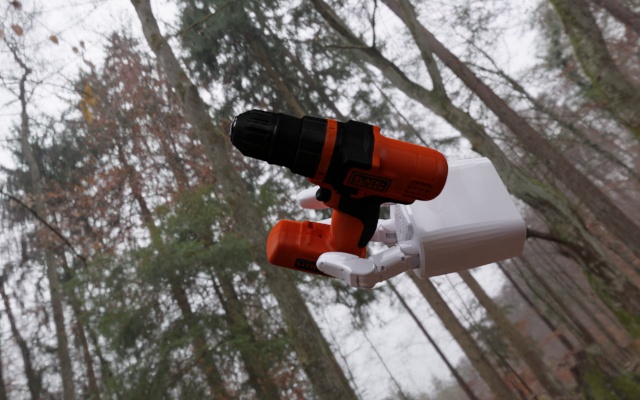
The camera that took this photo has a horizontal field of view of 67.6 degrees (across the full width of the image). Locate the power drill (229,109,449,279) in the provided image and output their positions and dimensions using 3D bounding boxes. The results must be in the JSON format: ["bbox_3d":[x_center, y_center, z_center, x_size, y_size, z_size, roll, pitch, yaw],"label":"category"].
[{"bbox_3d":[0.000,0.002,0.449,0.184,0.057,0.188,14,-37,-7],"label":"power drill"}]
